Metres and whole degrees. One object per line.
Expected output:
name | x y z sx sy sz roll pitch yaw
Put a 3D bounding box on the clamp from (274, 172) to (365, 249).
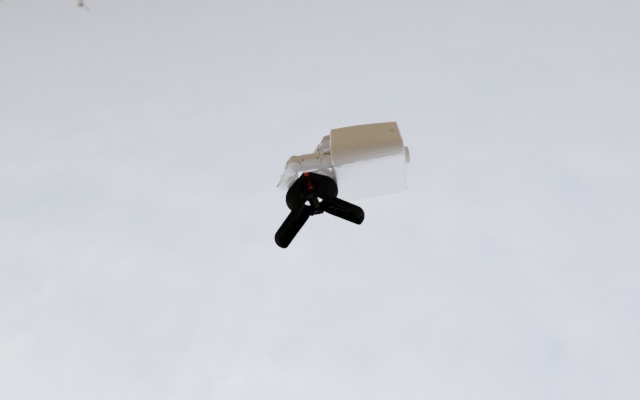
clamp | 0.000 0.003 0.673 0.120 0.039 0.171 -9 31 6
